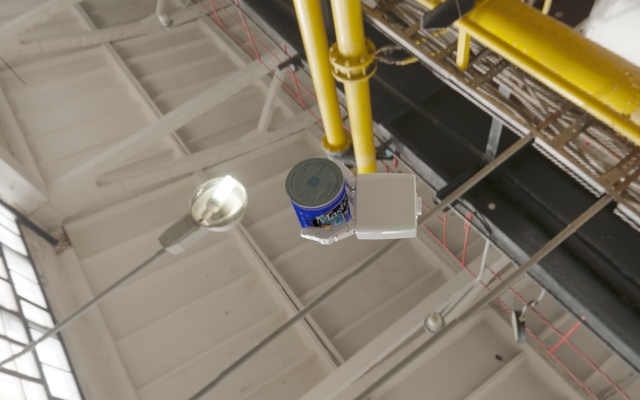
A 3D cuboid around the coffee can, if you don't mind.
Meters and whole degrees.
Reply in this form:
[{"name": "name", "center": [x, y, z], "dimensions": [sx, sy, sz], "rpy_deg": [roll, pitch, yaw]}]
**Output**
[{"name": "coffee can", "center": [0.000, 0.003, 0.883], "dimensions": [0.103, 0.102, 0.140], "rpy_deg": [0, -32, 11]}]
